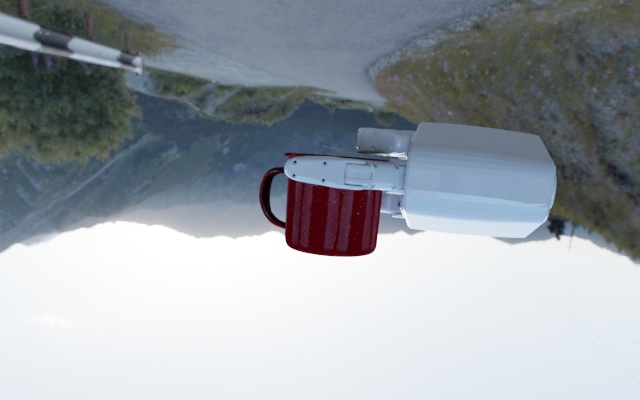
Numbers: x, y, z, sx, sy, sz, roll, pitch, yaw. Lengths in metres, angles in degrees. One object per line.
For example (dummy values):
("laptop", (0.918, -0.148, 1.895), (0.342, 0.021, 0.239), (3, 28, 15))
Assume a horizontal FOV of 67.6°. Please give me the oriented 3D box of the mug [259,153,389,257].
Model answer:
("mug", (-0.001, 0.001, 0.420), (0.117, 0.081, 0.093), (6, 5, 16))
